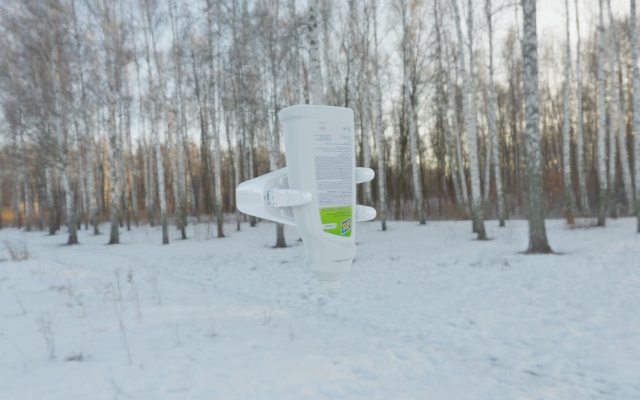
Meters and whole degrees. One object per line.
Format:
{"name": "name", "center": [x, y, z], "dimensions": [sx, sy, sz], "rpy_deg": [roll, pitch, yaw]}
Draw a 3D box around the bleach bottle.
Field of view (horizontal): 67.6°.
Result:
{"name": "bleach bottle", "center": [0.000, 0.002, 0.648], "dimensions": [0.102, 0.251, 0.068], "rpy_deg": [-3, 2, -32]}
